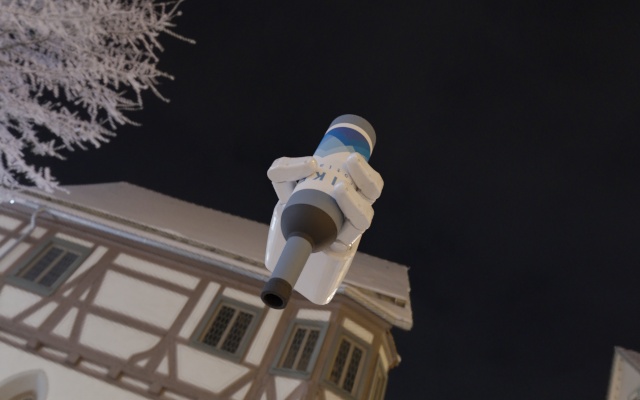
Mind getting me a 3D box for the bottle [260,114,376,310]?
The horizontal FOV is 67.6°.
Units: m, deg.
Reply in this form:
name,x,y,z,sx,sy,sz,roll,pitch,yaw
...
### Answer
name,x,y,z,sx,sy,sz,roll,pitch,yaw
bottle,0.000,0.002,0.548,0.069,0.069,0.295,0,38,22
